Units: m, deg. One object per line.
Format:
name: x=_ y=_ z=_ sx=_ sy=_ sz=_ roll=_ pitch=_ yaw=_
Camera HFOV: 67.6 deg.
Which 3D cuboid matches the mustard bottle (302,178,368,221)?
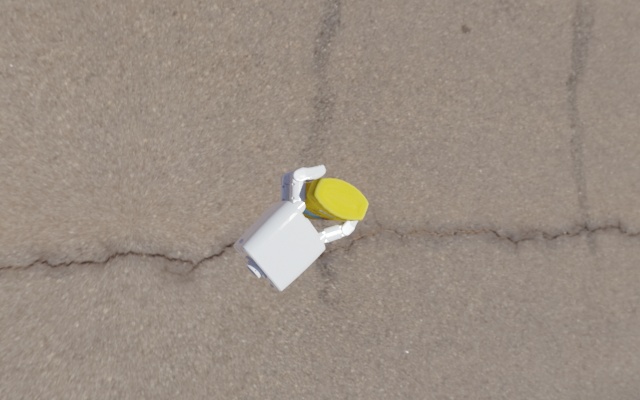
mustard bottle: x=0.000 y=0.002 z=0.833 sx=0.096 sy=0.058 sz=0.191 roll=25 pitch=-11 yaw=-19
